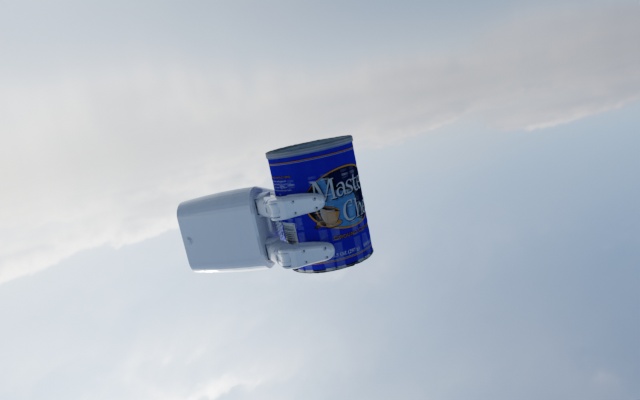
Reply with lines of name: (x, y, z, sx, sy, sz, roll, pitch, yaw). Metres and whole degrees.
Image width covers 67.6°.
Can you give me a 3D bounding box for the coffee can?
coffee can: (0.000, 0.002, 0.563, 0.103, 0.140, 0.103, -11, 10, 2)
